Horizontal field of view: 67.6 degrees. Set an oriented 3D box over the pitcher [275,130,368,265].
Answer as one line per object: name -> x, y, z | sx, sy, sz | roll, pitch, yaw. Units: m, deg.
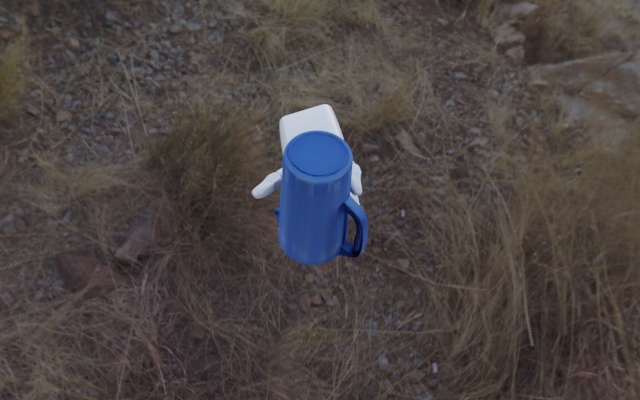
pitcher -> 0.000, 0.003, 0.820 | 0.149, 0.145, 0.243 | -8, -34, -9
